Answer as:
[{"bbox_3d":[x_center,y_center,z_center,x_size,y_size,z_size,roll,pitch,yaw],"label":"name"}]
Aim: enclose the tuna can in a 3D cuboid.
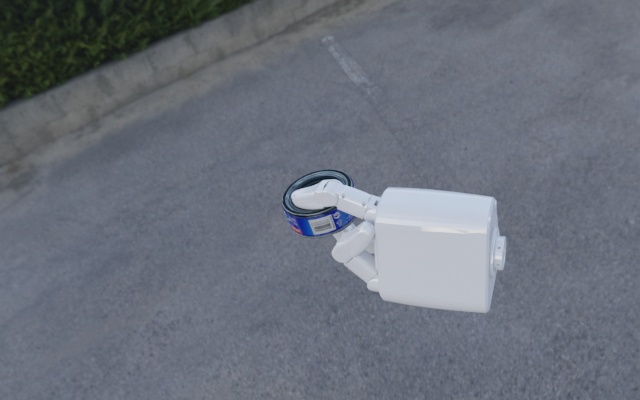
[{"bbox_3d":[0.000,0.001,0.542,0.086,0.034,0.086,-13,36,10],"label":"tuna can"}]
